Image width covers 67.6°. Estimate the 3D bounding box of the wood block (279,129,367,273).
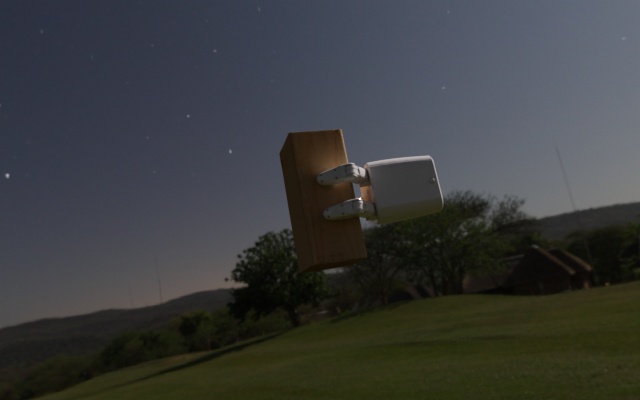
[{"bbox_3d":[0.000,0.002,0.757,0.090,0.206,0.091,-6,-14,-16],"label":"wood block"}]
